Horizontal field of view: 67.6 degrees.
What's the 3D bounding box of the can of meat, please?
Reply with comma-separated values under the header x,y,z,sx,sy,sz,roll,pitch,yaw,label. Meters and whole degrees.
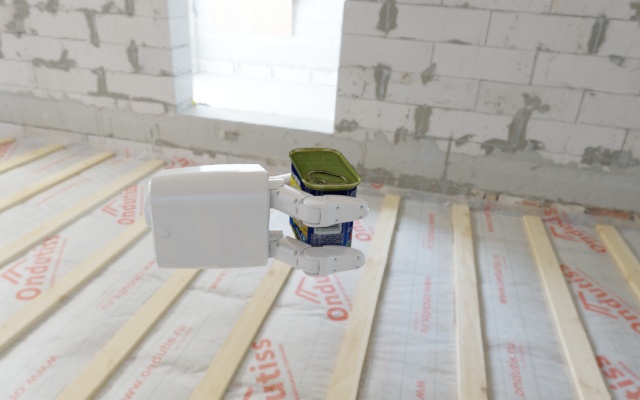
x,y,z,sx,sy,sz,roll,pitch,yaw,label
0.000,0.002,0.492,0.057,0.084,0.102,-3,26,-15,can of meat
